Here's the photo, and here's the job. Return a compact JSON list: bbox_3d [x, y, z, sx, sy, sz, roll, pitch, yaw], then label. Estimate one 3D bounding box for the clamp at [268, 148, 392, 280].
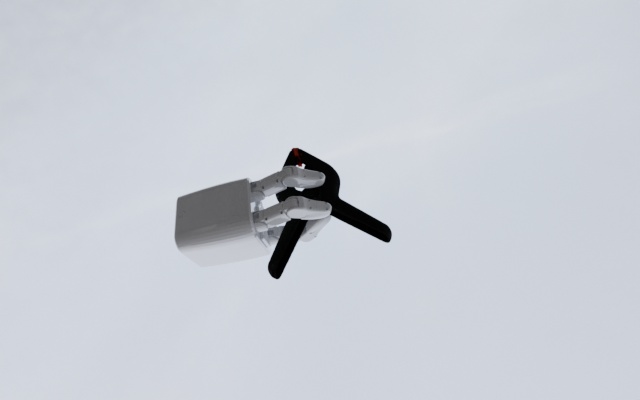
[{"bbox_3d":[0.000,0.002,0.665,0.164,0.209,0.036,-12,-40,1],"label":"clamp"}]
